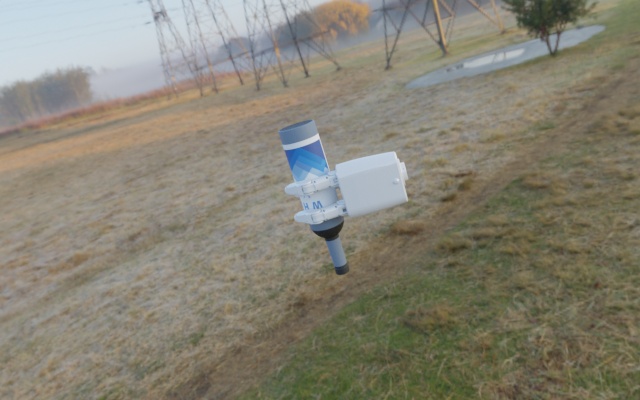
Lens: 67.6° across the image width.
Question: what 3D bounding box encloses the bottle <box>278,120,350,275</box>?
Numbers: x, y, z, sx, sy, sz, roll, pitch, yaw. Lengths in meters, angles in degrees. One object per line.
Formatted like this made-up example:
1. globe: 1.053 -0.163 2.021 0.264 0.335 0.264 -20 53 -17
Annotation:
1. bottle: 0.000 0.003 0.879 0.069 0.296 0.069 -16 16 5
